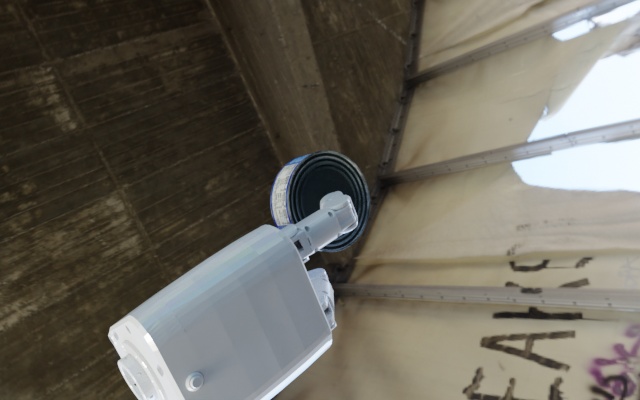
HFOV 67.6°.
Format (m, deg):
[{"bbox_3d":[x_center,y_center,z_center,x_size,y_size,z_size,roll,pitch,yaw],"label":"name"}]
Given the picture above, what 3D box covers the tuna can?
[{"bbox_3d":[0.000,0.001,0.414,0.086,0.086,0.034,0,-4,-35],"label":"tuna can"}]
